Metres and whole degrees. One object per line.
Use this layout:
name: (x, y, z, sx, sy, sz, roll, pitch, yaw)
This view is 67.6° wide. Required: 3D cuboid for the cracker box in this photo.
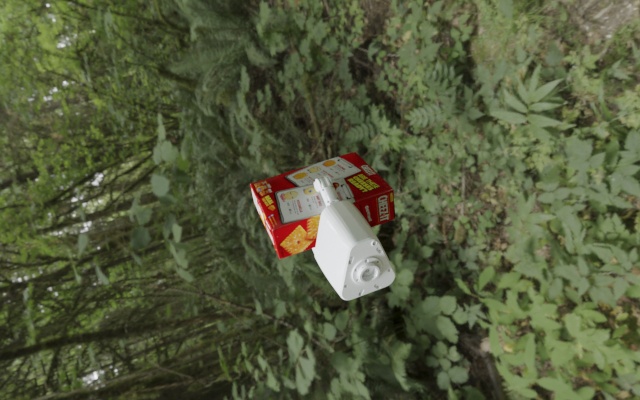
cracker box: (0.000, 0.003, 0.846, 0.213, 0.072, 0.164, -18, 34, -12)
